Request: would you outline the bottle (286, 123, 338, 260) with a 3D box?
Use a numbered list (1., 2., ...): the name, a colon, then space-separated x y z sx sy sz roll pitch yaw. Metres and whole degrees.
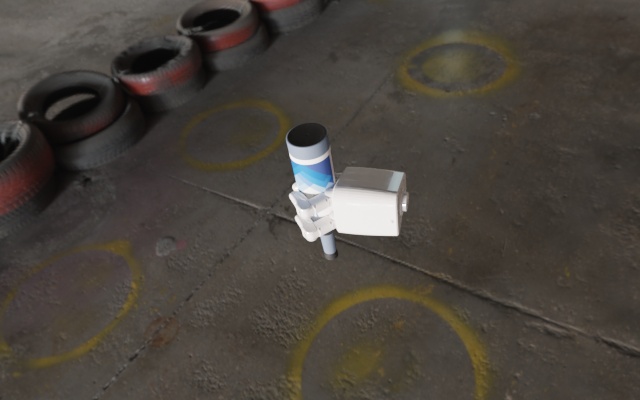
1. bottle: 0.000 0.003 0.843 0.069 0.296 0.069 -6 44 6
